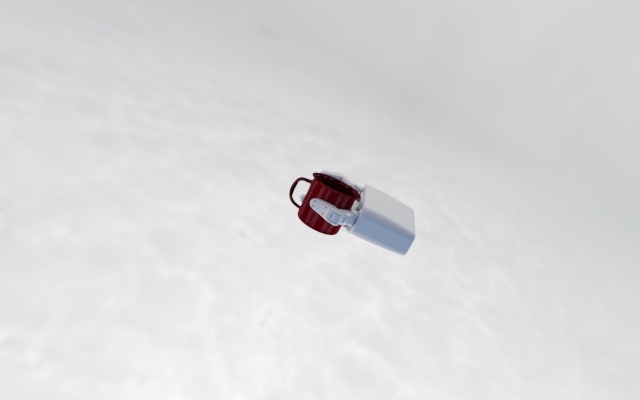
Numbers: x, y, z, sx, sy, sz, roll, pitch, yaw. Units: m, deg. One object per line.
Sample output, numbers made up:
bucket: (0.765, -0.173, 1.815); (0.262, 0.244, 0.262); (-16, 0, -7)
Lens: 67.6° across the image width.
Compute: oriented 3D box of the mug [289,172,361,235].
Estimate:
mug: (-0.001, 0.002, 0.833); (0.117, 0.081, 0.093); (25, 15, -6)
